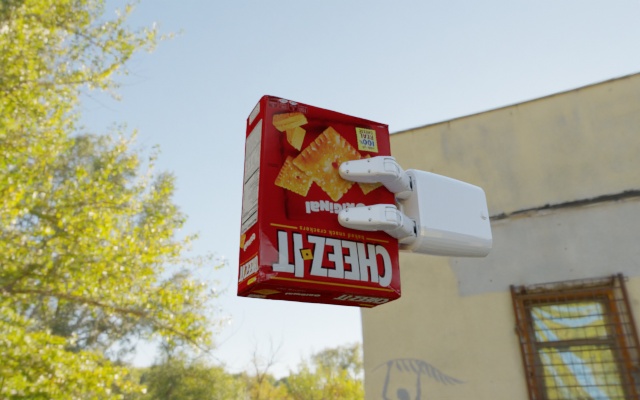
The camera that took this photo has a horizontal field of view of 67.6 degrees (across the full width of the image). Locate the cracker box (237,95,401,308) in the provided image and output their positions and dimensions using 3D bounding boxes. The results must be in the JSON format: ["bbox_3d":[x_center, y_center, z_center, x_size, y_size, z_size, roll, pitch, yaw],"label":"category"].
[{"bbox_3d":[0.000,0.002,0.530,0.164,0.213,0.072,10,-26,-24],"label":"cracker box"}]
